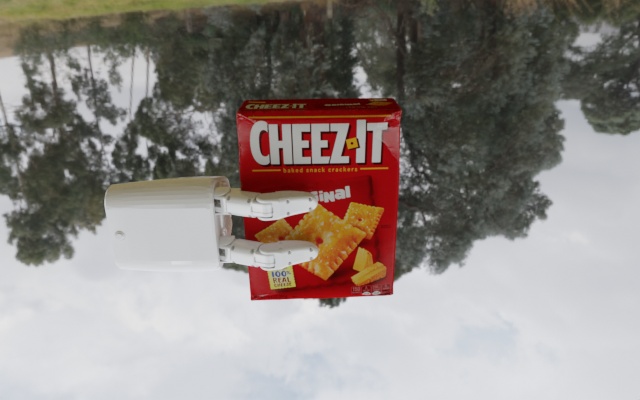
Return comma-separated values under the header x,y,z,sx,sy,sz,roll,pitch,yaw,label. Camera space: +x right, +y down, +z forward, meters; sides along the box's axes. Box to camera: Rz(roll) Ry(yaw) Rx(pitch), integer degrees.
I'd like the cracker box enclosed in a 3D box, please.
x,y,z,sx,sy,sz,roll,pitch,yaw,label
0.000,0.002,0.520,0.164,0.214,0.072,-1,22,-1,cracker box
